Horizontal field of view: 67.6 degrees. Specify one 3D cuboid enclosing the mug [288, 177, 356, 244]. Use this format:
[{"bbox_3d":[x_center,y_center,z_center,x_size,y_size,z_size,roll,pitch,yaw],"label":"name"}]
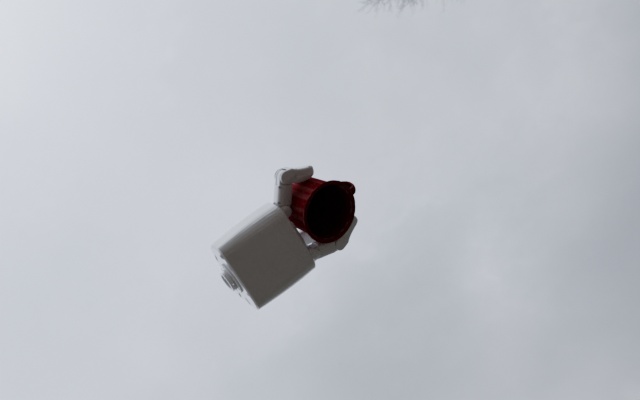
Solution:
[{"bbox_3d":[0.001,0.001,0.717,0.117,0.093,0.081,-35,30,-25],"label":"mug"}]
